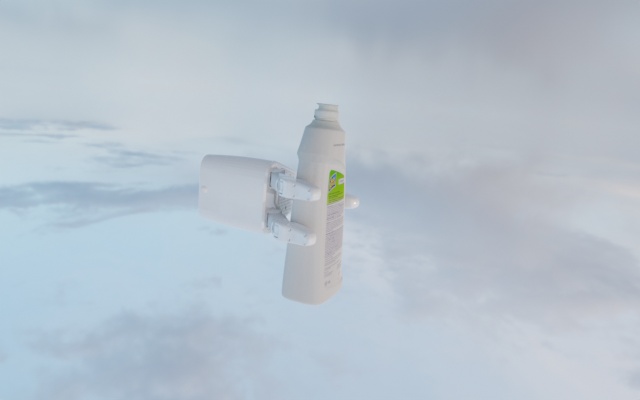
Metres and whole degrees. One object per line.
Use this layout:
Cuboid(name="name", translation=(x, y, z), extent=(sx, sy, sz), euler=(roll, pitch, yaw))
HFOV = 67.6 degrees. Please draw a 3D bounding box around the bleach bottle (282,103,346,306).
Cuboid(name="bleach bottle", translation=(0.000, 0.002, 0.621), extent=(0.068, 0.251, 0.102), euler=(10, 13, 19))
